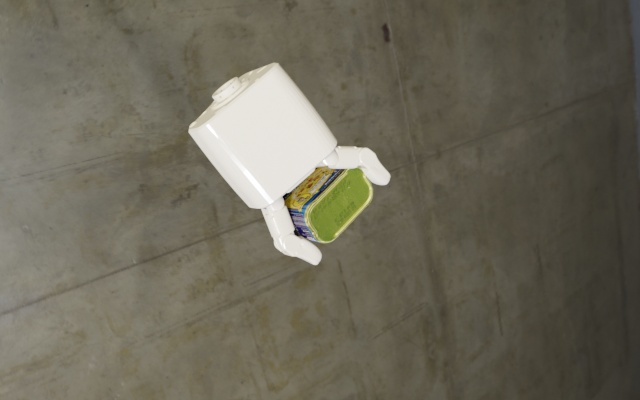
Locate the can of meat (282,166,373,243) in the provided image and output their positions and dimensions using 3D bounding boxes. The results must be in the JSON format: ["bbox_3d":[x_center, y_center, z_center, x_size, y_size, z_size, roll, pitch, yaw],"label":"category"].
[{"bbox_3d":[0.000,0.002,0.561,0.102,0.057,0.084,-45,26,-24],"label":"can of meat"}]
